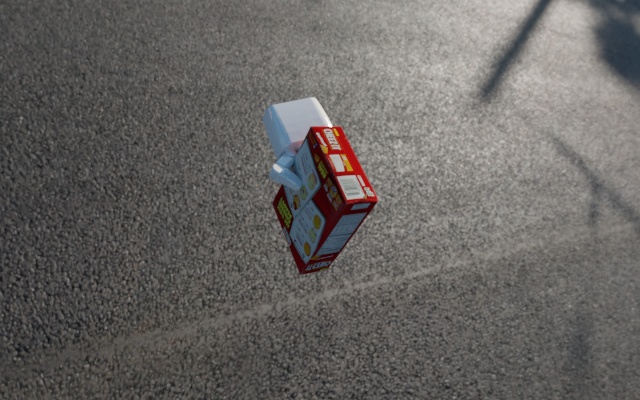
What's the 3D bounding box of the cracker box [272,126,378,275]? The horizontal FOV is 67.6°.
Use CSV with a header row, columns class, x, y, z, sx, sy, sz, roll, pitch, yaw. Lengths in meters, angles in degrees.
class,x,y,z,sx,sy,sz,roll,pitch,yaw
cracker box,0.000,0.003,0.833,0.072,0.164,0.214,-5,-35,-30
